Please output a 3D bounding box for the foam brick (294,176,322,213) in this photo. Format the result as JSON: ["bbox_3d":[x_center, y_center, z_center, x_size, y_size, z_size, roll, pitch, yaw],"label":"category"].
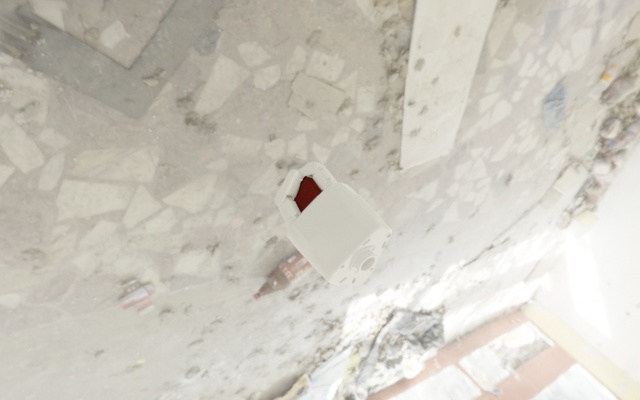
[{"bbox_3d":[0.000,0.002,0.752,0.078,0.053,0.051,13,27,-50],"label":"foam brick"}]
